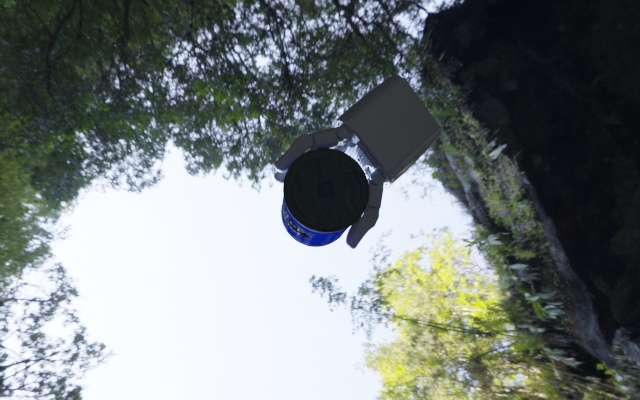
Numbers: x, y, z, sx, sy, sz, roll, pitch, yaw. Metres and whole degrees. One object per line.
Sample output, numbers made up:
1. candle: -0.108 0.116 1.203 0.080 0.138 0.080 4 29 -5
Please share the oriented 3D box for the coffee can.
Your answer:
1. coffee can: 0.000 0.002 0.627 0.103 0.102 0.140 0 -13 -6
